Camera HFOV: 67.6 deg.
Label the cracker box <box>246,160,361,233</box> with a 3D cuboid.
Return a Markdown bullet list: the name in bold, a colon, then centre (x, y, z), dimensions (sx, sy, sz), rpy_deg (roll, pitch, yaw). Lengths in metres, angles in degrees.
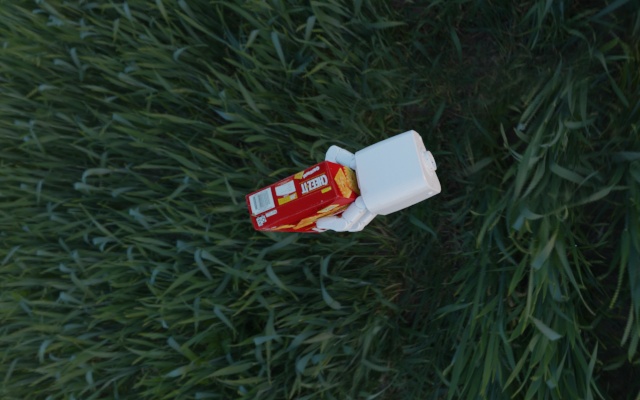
- **cracker box**: centre (0.000, 0.003, 0.843), dimensions (0.164, 0.072, 0.214), rpy_deg (-22, -15, 25)
